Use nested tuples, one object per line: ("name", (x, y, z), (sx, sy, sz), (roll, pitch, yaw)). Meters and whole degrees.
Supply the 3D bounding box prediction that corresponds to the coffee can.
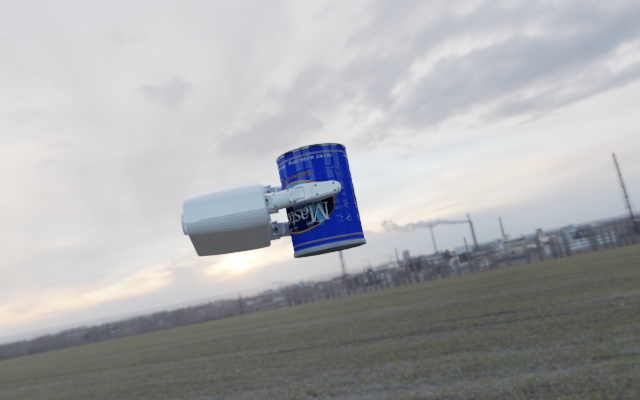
("coffee can", (0.000, 0.002, 0.670), (0.103, 0.140, 0.103), (-11, -9, -2))
